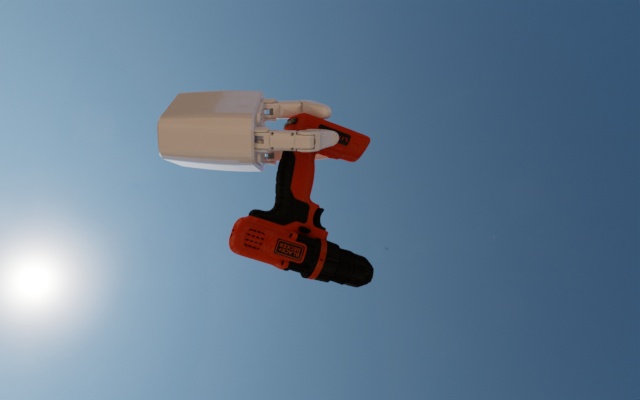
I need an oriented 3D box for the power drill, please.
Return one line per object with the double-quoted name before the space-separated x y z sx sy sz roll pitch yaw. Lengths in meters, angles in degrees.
"power drill" 0.000 0.001 0.584 0.184 0.187 0.057 19 -9 -18
